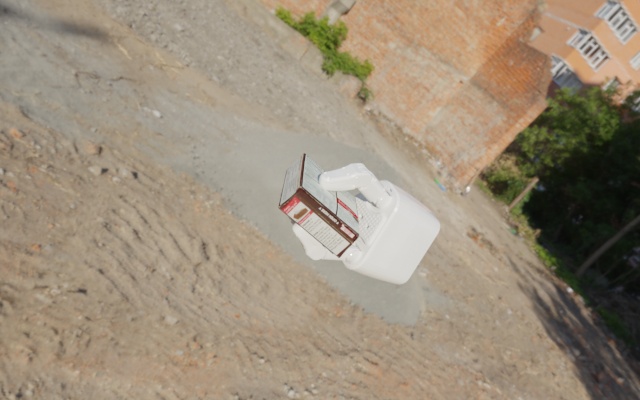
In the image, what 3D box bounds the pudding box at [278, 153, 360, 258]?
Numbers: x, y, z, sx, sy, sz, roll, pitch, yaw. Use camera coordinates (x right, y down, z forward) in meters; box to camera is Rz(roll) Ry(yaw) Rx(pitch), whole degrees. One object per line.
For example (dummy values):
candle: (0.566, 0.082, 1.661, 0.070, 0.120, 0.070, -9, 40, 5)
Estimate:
pudding box: (0.000, 0.002, 0.549, 0.090, 0.039, 0.113, 40, 17, -15)
